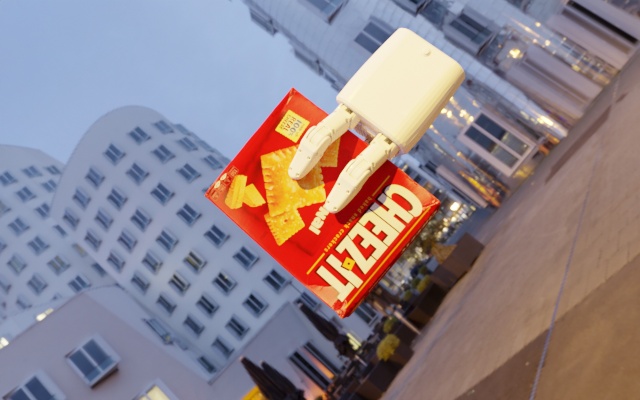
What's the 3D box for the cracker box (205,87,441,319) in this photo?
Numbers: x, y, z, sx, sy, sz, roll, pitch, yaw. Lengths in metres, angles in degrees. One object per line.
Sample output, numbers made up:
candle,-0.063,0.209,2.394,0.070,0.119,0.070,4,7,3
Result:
cracker box,0.000,0.002,0.544,0.213,0.164,0.072,40,-1,14
